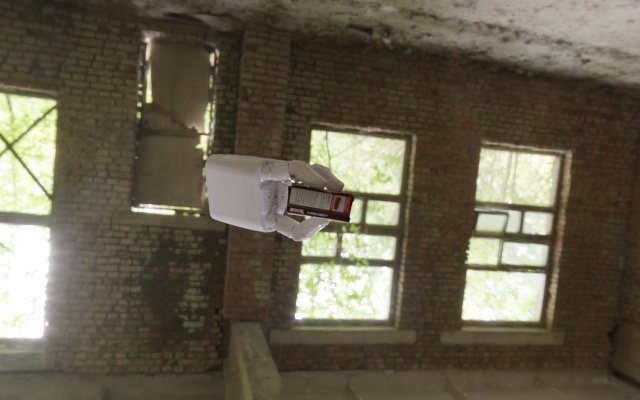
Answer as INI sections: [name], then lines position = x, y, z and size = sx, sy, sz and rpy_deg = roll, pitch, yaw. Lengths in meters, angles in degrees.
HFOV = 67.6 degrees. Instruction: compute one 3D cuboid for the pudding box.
[pudding box]
position = 0.000, 0.002, 0.672
size = 0.090, 0.039, 0.113
rpy_deg = 9, 5, 1
